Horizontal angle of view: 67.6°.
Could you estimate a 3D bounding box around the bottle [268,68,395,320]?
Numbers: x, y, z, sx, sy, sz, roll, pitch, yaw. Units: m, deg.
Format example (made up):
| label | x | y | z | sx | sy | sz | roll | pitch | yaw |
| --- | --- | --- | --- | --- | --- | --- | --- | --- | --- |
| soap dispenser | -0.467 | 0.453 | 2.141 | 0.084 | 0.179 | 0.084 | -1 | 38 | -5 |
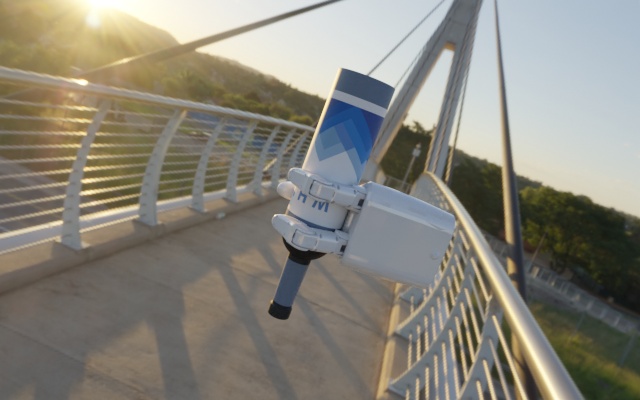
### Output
| label | x | y | z | sx | sy | sz | roll | pitch | yaw |
| --- | --- | --- | --- | --- | --- | --- | --- | --- | --- |
| bottle | 0.000 | 0.002 | 0.549 | 0.069 | 0.296 | 0.069 | 20 | 10 | -4 |
